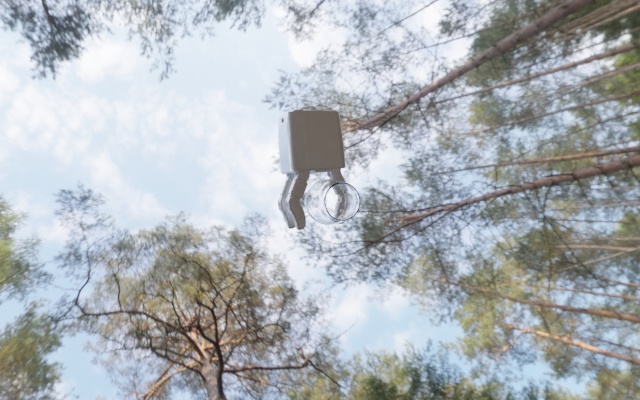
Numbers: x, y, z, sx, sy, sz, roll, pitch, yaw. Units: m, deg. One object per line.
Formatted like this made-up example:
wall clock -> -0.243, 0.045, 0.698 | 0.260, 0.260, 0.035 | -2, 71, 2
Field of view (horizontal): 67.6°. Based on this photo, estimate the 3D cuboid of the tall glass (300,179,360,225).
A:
tall glass -> 0.000, 0.003, 0.844 | 0.079, 0.079, 0.201 | 0, 0, -21
